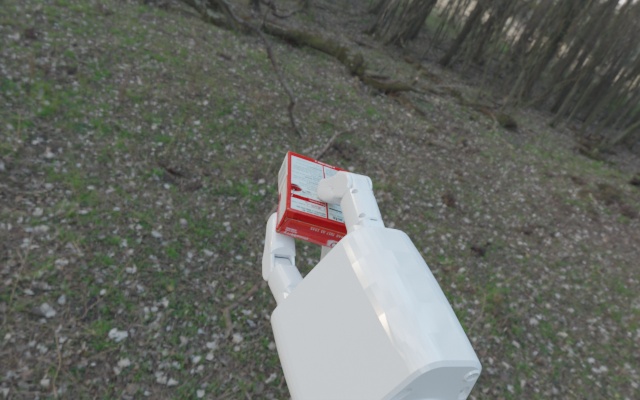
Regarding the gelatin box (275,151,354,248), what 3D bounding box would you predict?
[{"bbox_3d":[0.000,0.001,0.420,0.073,0.030,0.089,17,35,-16],"label":"gelatin box"}]
